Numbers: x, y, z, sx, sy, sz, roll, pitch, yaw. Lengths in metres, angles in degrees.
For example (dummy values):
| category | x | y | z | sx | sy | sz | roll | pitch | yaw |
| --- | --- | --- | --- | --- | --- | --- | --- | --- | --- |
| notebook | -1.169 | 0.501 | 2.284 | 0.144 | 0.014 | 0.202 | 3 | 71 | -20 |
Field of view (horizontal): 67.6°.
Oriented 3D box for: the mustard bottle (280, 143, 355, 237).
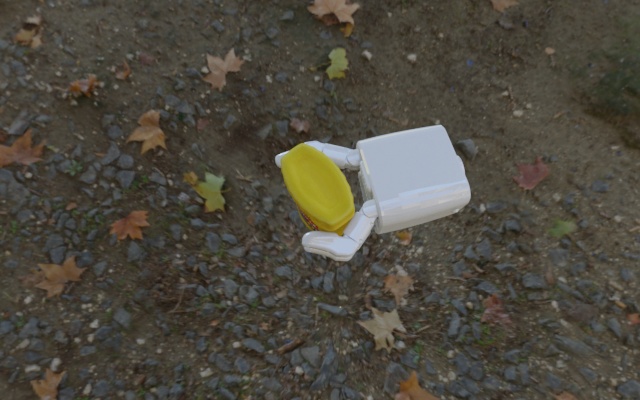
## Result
| category | x | y | z | sx | sy | sz | roll | pitch | yaw |
| --- | --- | --- | --- | --- | --- | --- | --- | --- | --- |
| mustard bottle | 0.000 | 0.002 | 0.585 | 0.058 | 0.096 | 0.192 | -38 | -11 | -6 |
